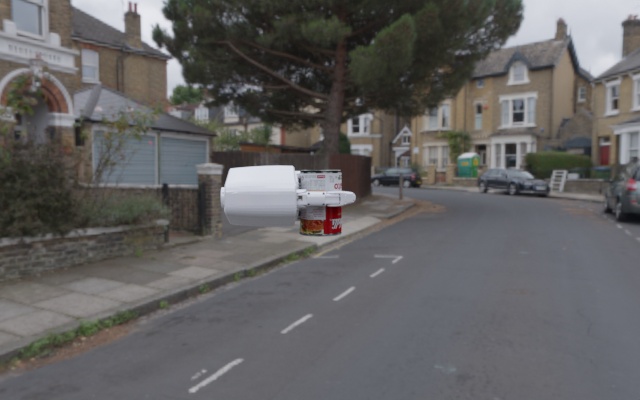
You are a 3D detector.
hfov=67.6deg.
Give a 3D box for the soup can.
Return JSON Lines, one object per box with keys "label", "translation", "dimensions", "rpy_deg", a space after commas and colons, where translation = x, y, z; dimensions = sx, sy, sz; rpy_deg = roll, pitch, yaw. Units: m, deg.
{"label": "soup can", "translation": [0.001, 0.002, 0.762], "dimensions": [0.068, 0.102, 0.068], "rpy_deg": [0, 4, 0]}
